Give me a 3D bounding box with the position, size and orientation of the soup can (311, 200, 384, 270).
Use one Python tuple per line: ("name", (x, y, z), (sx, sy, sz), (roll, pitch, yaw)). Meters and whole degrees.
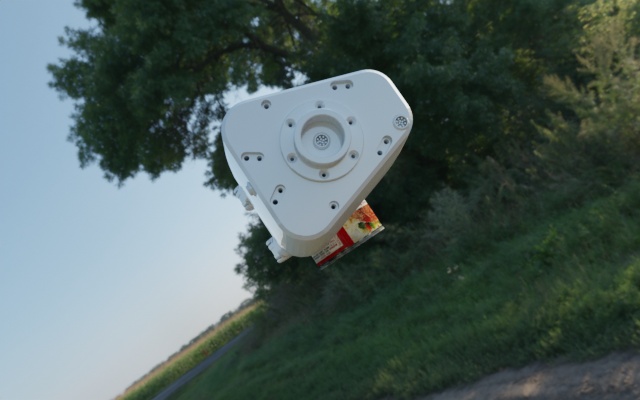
("soup can", (0.000, 0.001, 0.426), (0.068, 0.102, 0.068), (-33, -6, -4))
